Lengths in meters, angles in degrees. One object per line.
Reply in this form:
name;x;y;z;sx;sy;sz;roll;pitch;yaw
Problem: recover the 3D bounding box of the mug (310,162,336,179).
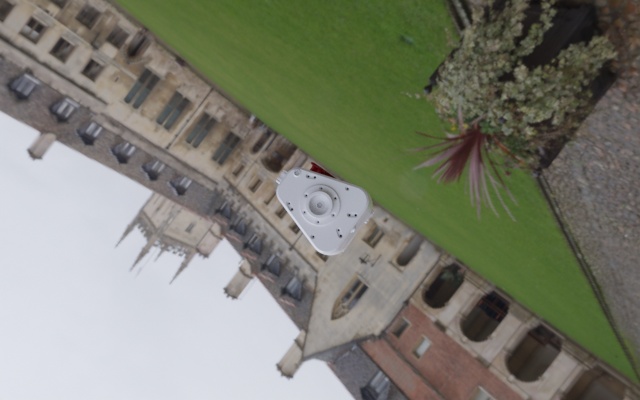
mug;0.000;0.003;0.743;0.093;0.081;0.117;37;0;10
